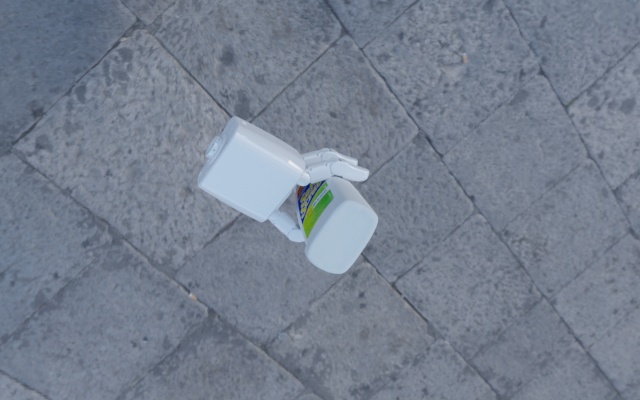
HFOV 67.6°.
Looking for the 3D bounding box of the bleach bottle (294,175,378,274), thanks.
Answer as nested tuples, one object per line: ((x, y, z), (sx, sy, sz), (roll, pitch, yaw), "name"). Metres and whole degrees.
((0.000, 0.002, 0.699), (0.068, 0.102, 0.250), (30, 11, -23), "bleach bottle")
